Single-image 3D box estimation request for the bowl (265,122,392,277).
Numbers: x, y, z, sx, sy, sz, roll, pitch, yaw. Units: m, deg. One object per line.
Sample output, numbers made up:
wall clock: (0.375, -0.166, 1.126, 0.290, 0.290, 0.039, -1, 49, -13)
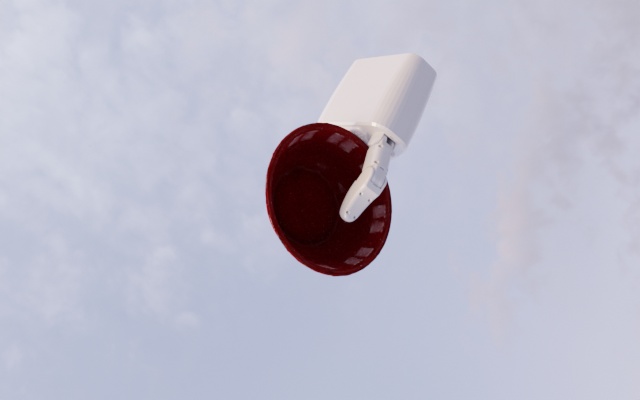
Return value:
bowl: (-0.001, 0.003, 0.512, 0.162, 0.162, 0.055, 0, -11, -36)
